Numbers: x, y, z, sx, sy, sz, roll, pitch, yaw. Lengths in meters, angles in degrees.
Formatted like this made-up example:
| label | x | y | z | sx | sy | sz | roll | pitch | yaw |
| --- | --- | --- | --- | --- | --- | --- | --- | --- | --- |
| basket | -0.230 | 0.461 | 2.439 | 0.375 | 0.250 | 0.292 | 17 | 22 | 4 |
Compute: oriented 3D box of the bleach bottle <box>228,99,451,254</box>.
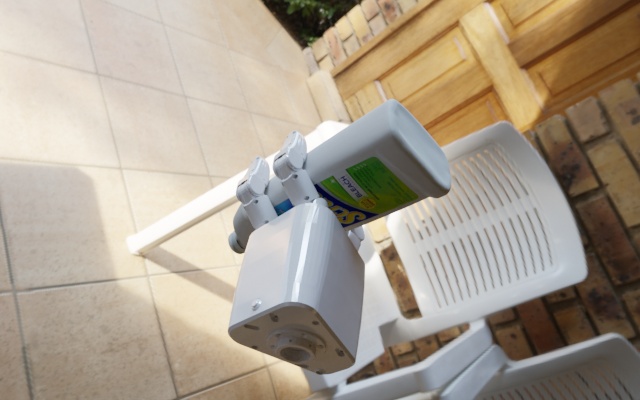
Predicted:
| label | x | y | z | sx | sy | sz | roll | pitch | yaw |
| --- | --- | --- | --- | --- | --- | --- | --- | --- | --- |
| bleach bottle | 0.000 | 0.002 | 0.497 | 0.251 | 0.068 | 0.103 | -30 | -58 | 32 |
